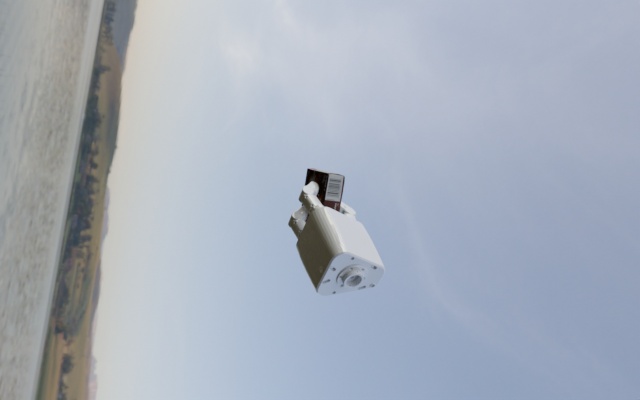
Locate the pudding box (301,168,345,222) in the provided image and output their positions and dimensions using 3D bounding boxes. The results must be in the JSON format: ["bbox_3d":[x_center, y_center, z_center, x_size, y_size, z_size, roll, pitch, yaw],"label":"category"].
[{"bbox_3d":[0.000,0.003,0.860,0.039,0.113,0.090,9,5,-29],"label":"pudding box"}]
